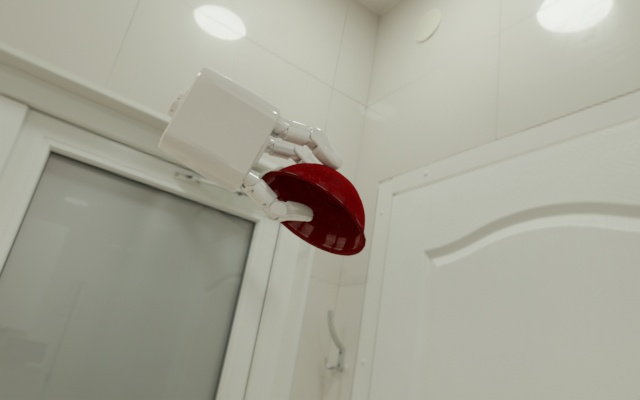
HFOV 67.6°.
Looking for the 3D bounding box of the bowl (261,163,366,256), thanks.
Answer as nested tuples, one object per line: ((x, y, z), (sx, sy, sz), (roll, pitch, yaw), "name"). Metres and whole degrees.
((0.001, 0.003, 0.634), (0.162, 0.055, 0.162), (27, -29, 17), "bowl")
